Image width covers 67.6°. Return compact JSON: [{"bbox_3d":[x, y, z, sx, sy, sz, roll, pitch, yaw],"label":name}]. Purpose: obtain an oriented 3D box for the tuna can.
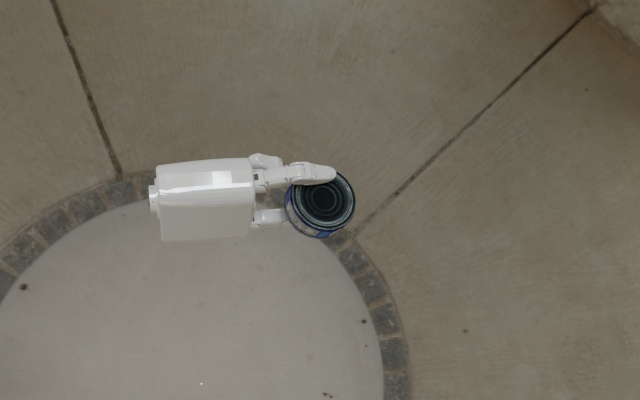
[{"bbox_3d":[0.000,0.002,0.591,0.086,0.086,0.034,0,-21,-20],"label":"tuna can"}]
